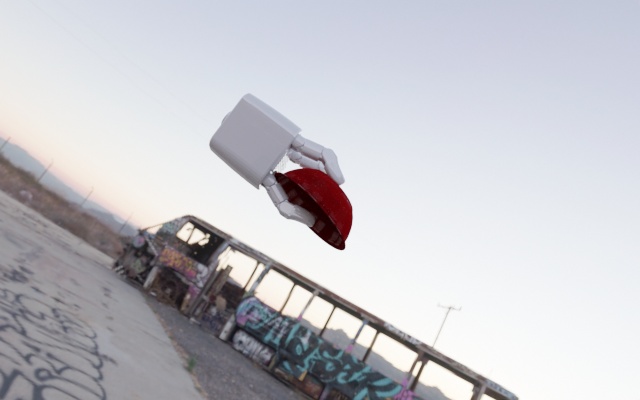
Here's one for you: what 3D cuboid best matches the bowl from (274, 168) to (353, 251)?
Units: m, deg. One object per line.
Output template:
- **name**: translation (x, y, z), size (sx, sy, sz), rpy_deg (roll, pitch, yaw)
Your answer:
- **bowl**: translation (0.001, 0.003, 0.753), size (0.055, 0.162, 0.162), rpy_deg (-42, 13, -15)
